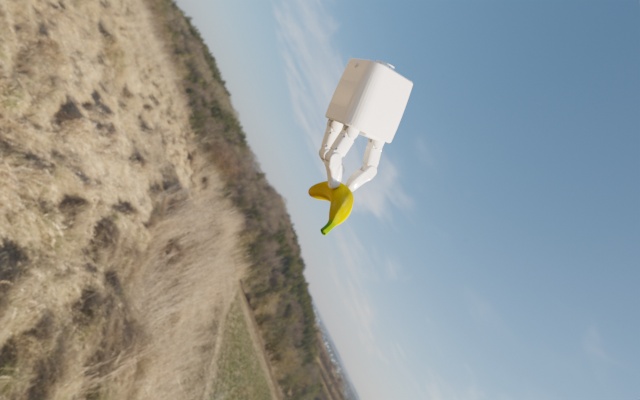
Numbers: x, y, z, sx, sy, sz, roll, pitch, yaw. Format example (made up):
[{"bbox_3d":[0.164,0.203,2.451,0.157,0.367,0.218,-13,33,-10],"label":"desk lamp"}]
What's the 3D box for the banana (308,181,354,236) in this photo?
[{"bbox_3d":[0.018,-0.004,0.788,0.069,0.037,0.197,-23,18,1],"label":"banana"}]
